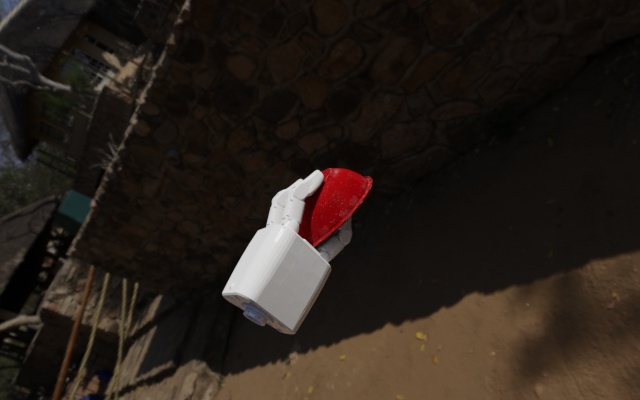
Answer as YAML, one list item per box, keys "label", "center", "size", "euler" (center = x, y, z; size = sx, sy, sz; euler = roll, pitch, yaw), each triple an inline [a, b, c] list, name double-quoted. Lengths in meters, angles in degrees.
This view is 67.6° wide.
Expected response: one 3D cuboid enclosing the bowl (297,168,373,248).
- label: "bowl"
  center: [0.000, 0.001, 0.719]
  size: [0.162, 0.055, 0.162]
  euler: [-41, 12, 11]
